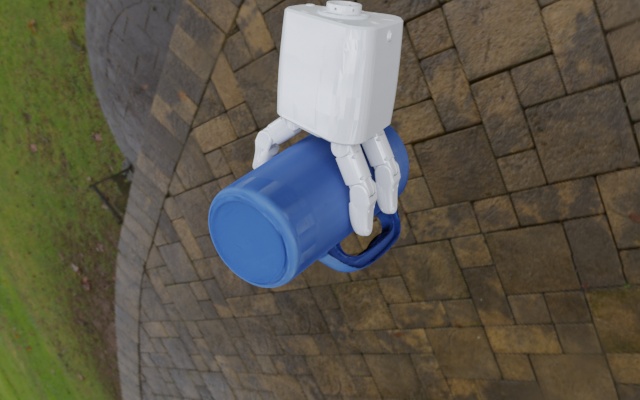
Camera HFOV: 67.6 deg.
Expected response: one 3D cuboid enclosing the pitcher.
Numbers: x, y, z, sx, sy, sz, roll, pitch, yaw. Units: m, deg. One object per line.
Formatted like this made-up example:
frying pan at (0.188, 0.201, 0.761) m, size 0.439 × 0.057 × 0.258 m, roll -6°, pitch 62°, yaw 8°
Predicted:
pitcher at (0.000, 0.002, 0.536) m, size 0.149 × 0.145 × 0.242 m, roll 22°, pitch 34°, yaw 24°
